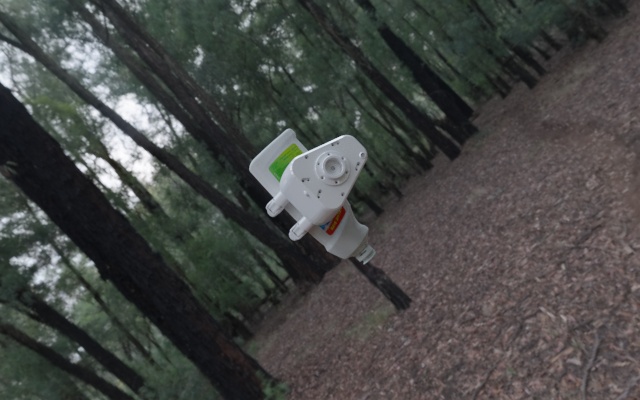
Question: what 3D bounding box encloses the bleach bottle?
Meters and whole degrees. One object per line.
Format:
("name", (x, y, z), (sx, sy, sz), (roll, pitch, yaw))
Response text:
("bleach bottle", (0.000, 0.003, 0.805), (0.102, 0.251, 0.068), (-45, -1, -16))
